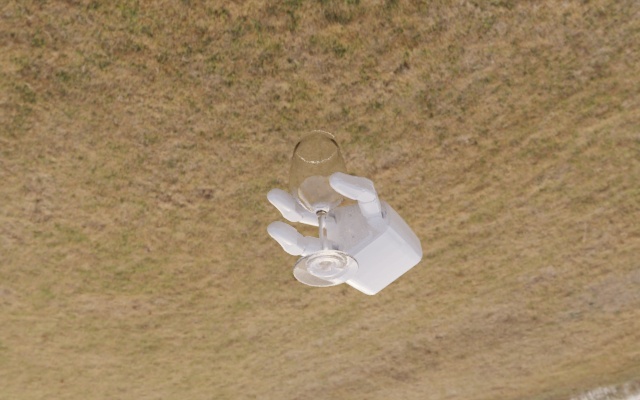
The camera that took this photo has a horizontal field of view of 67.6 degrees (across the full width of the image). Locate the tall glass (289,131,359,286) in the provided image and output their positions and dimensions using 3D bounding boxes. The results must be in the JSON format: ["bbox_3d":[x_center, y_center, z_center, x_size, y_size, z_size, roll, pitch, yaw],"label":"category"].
[{"bbox_3d":[0.000,0.002,0.599,0.079,0.200,0.079,-3,-39,-2],"label":"tall glass"}]
